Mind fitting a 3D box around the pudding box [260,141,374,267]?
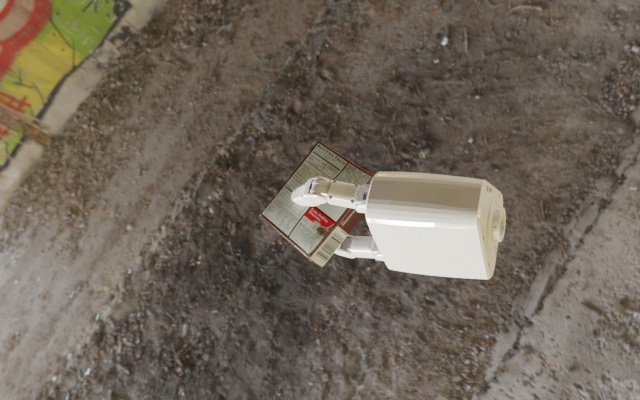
[{"bbox_3d":[0.000,0.002,0.533,0.090,0.113,0.039,37,-4,34],"label":"pudding box"}]
